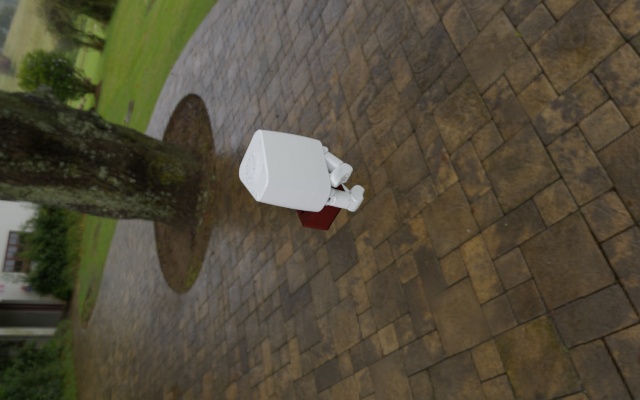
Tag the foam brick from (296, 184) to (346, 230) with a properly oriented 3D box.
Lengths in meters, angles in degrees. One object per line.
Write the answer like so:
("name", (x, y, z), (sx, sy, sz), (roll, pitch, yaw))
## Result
("foam brick", (0.000, 0.003, 0.787), (0.051, 0.078, 0.053), (8, 38, -32))
